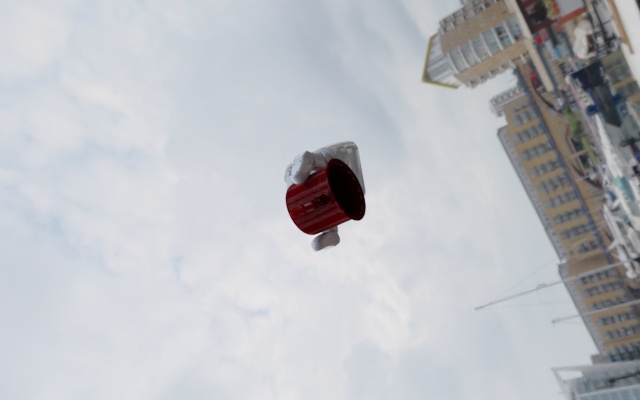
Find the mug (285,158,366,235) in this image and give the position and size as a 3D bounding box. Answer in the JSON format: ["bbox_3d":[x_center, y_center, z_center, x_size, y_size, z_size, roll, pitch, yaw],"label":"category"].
[{"bbox_3d":[-0.001,0.003,0.661,0.081,0.093,0.117,-25,3,29],"label":"mug"}]
